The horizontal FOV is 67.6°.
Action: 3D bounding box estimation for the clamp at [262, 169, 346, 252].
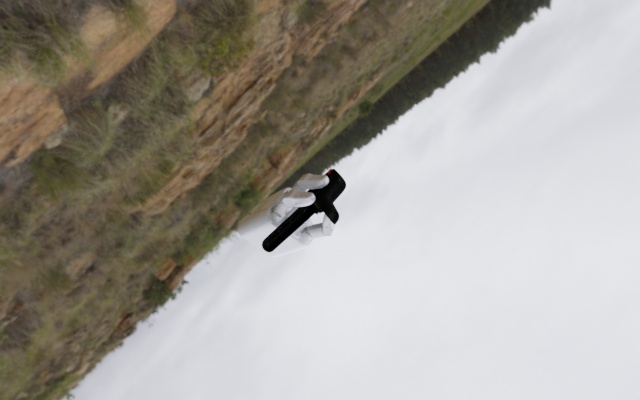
[{"bbox_3d":[0.001,0.003,0.840,0.164,0.036,0.210,-21,22,41],"label":"clamp"}]
